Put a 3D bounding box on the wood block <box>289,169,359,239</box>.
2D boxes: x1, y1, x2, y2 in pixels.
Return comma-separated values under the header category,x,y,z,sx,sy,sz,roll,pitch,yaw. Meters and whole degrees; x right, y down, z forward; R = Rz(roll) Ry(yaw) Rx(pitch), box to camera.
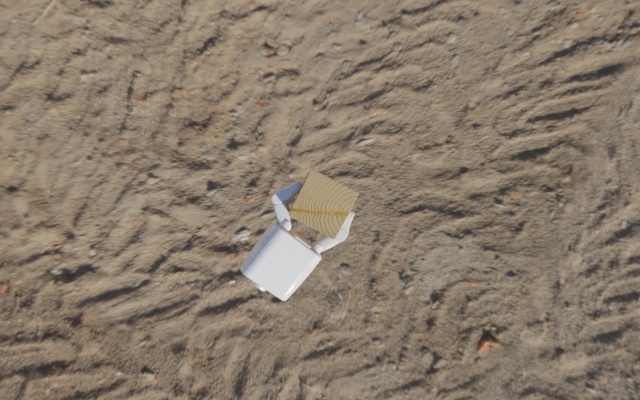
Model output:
category,x,y,z,sx,sy,sz,roll,pitch,yaw
wood block,0.000,0.003,0.887,0.091,0.090,0.206,28,0,-4
